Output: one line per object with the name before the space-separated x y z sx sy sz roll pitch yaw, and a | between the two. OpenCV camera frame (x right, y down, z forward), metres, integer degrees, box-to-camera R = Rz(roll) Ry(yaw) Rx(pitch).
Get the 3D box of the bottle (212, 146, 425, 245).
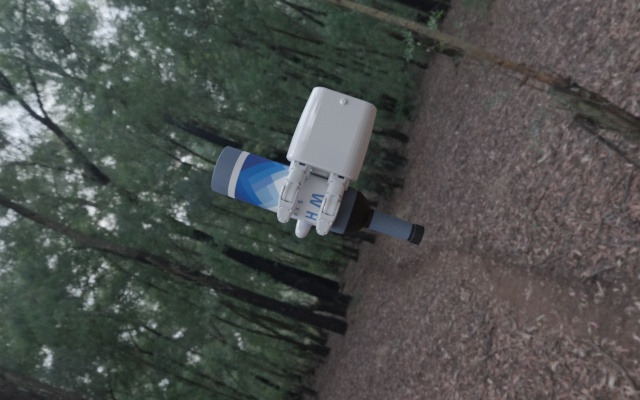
bottle | 0.000 0.002 0.664 0.296 0.069 0.069 19 0 1
